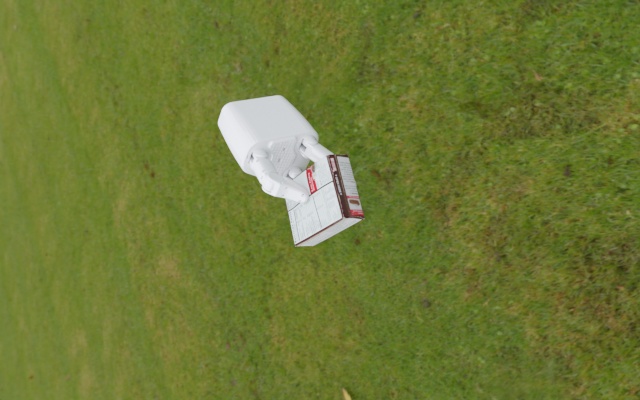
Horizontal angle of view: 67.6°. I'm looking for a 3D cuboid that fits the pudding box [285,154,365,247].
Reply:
[{"bbox_3d":[0.000,0.002,0.627,0.039,0.090,0.113,-1,-21,-38],"label":"pudding box"}]
